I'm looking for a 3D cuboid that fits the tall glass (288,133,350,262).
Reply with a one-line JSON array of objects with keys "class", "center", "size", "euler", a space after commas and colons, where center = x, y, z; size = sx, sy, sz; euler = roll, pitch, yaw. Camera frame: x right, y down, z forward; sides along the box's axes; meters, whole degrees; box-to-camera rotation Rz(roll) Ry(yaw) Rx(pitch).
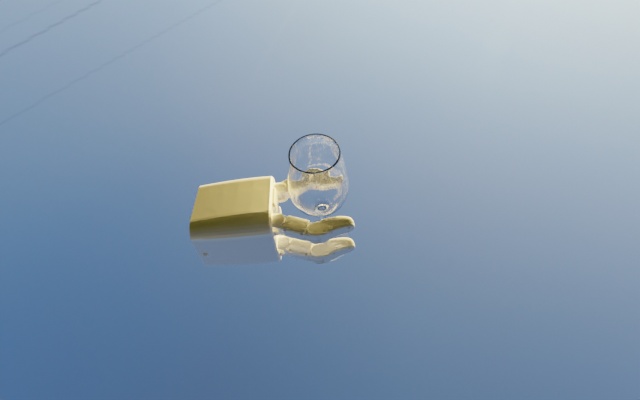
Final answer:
[{"class": "tall glass", "center": [0.000, 0.002, 0.635], "size": [0.079, 0.079, 0.201], "euler": [0, -35, 5]}]
